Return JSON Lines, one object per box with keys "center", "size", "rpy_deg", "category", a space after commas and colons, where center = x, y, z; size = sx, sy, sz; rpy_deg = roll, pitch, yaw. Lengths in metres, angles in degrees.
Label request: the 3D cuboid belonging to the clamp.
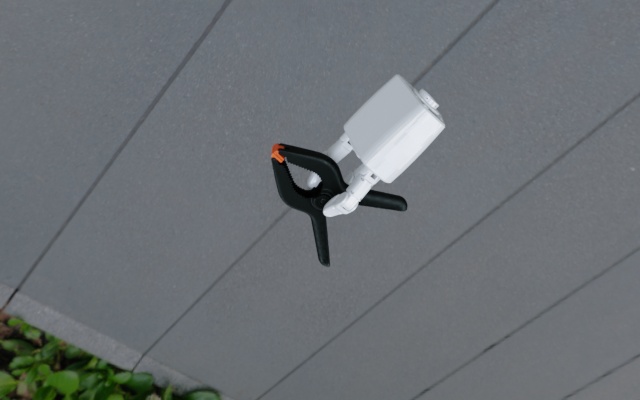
{"center": [0.000, 0.002, 0.693], "size": [0.210, 0.164, 0.036], "rpy_deg": [36, 21, -21], "category": "clamp"}
